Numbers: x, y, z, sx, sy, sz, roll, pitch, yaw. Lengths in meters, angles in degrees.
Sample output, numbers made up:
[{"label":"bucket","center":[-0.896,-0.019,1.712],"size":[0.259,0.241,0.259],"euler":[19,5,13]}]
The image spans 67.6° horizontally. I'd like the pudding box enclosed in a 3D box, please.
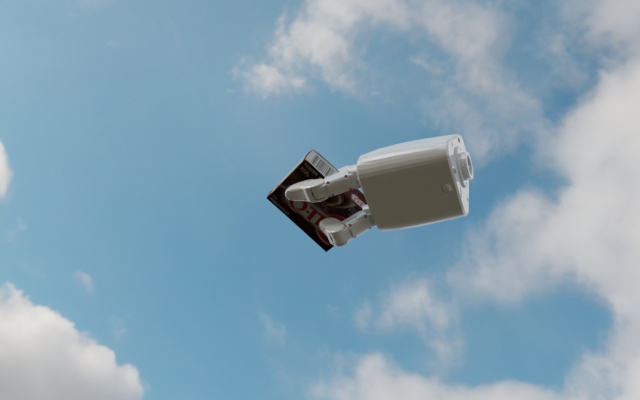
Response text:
[{"label":"pudding box","center":[0.000,0.002,0.622],"size":[0.090,0.113,0.039],"euler":[-42,7,36]}]
